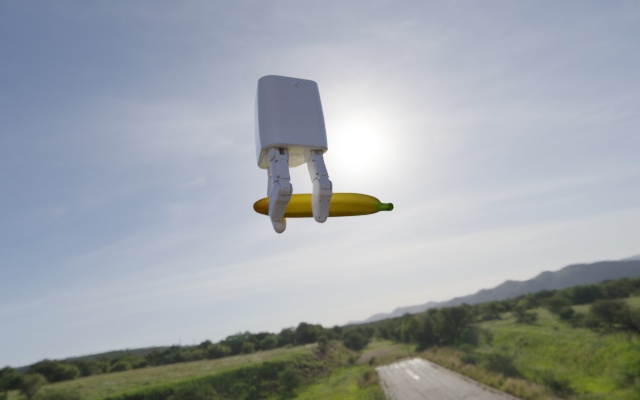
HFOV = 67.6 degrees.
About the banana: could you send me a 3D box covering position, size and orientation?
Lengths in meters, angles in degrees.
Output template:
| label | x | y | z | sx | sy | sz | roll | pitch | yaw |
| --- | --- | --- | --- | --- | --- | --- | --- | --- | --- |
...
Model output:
| label | x | y | z | sx | sy | sz | roll | pitch | yaw |
| --- | --- | --- | --- | --- | --- | --- | --- | --- | --- |
| banana | 0.002 | 0.005 | 0.697 | 0.198 | 0.037 | 0.069 | -2 | -9 | -5 |
